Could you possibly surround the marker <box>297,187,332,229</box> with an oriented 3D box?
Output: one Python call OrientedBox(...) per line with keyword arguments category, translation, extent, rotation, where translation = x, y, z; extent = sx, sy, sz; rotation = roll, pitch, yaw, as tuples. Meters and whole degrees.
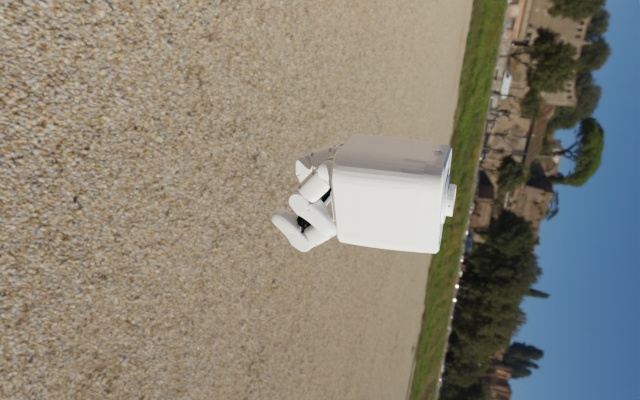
OrientedBox(category="marker", translation=(0.000, 0.002, 0.581), extent=(0.020, 0.020, 0.121), rotation=(0, 23, 21))
